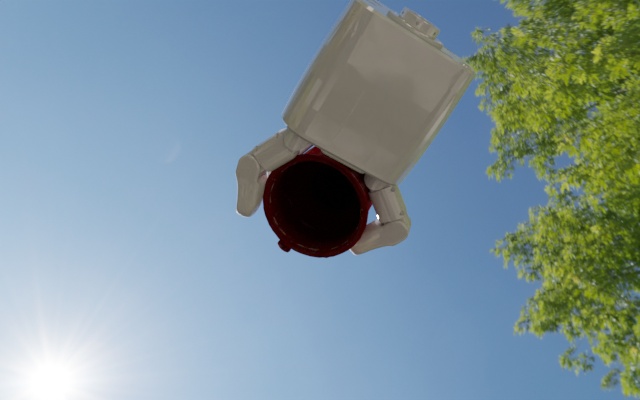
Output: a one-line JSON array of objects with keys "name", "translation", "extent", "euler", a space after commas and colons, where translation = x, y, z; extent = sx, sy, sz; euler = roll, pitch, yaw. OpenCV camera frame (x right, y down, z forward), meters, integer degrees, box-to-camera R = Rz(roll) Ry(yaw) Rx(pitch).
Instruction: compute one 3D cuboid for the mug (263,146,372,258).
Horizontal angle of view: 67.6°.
[{"name": "mug", "translation": [-0.001, 0.002, 0.440], "extent": [0.093, 0.117, 0.081], "euler": [37, 27, 3]}]
